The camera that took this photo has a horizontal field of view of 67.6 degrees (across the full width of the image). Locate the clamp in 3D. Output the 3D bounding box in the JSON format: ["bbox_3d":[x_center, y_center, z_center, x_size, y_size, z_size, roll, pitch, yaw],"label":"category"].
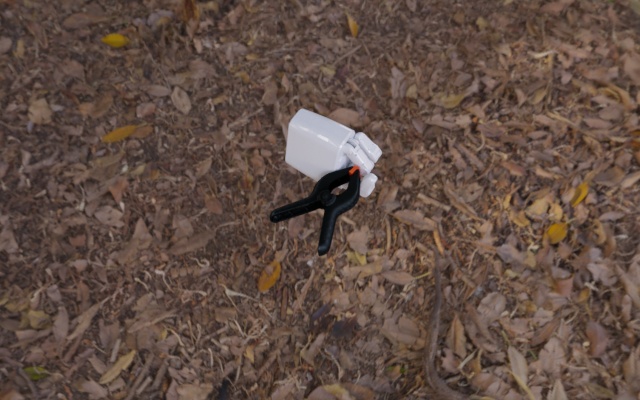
[{"bbox_3d":[0.000,0.002,0.792,0.120,0.171,0.039,27,-29,18],"label":"clamp"}]
